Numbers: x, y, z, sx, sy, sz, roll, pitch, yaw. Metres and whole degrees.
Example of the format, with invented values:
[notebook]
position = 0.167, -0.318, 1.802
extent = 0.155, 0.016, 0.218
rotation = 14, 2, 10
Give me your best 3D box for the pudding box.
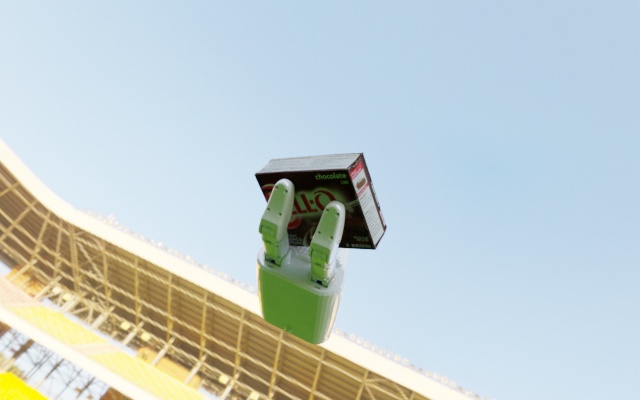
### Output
[pudding box]
position = 0.000, 0.001, 0.472
extent = 0.113, 0.090, 0.039
rotation = -2, 33, 33
